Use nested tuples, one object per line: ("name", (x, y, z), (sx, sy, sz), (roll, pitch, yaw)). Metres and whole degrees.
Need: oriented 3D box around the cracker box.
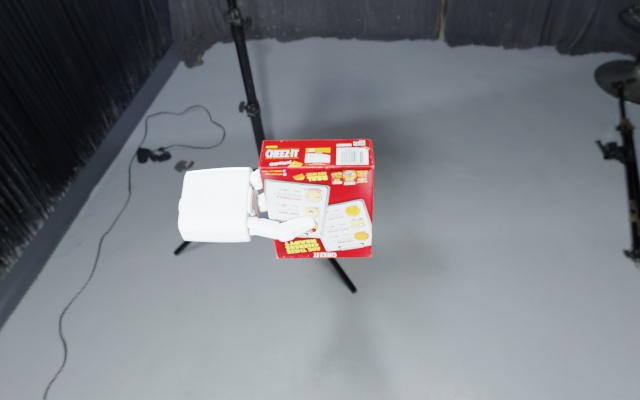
("cracker box", (0.000, 0.002, 0.755), (0.164, 0.072, 0.214), (-1, -42, 4))
